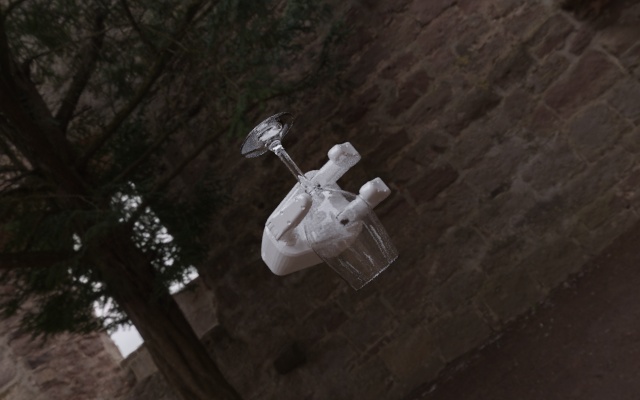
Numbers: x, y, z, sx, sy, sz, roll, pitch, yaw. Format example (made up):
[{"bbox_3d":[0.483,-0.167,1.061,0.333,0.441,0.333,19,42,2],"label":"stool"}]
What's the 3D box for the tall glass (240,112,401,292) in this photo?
[{"bbox_3d":[0.000,0.001,0.524,0.079,0.201,0.079,-37,-12,-9],"label":"tall glass"}]
